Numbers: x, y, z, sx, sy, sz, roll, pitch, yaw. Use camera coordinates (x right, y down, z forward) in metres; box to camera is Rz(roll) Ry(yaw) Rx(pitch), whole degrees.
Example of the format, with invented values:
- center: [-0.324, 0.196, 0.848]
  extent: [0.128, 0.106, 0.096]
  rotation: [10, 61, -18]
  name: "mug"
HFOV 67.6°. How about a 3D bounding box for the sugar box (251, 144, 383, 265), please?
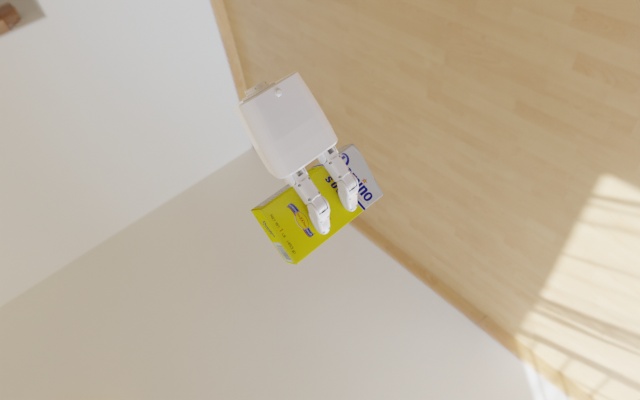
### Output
- center: [0.000, 0.002, 0.676]
  extent: [0.176, 0.093, 0.048]
  rotation: [-37, 14, -22]
  name: "sugar box"
